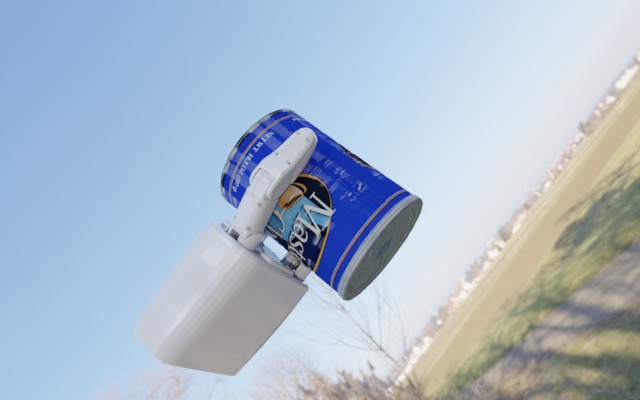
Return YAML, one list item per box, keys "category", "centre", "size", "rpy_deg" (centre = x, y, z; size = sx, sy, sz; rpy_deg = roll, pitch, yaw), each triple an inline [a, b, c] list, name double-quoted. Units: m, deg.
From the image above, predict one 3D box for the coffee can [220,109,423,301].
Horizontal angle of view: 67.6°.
- category: "coffee can"
  centre: [0.000, 0.001, 0.408]
  size: [0.140, 0.103, 0.103]
  rpy_deg: [37, 15, 20]
